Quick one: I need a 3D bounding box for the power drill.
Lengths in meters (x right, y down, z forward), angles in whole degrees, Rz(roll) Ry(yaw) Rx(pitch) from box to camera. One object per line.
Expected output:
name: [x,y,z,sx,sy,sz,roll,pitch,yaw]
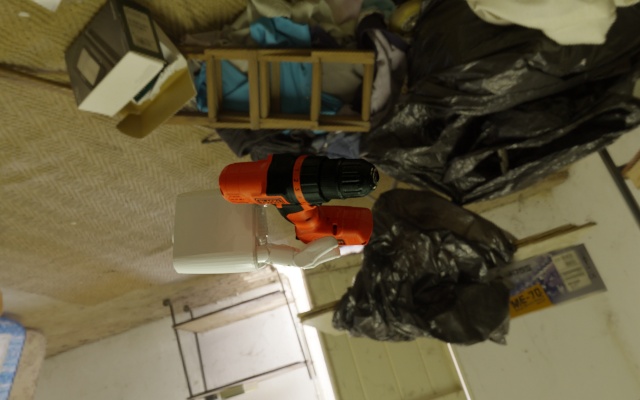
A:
power drill: [0.000,0.002,0.570,0.184,0.057,0.188,1,-22,25]
